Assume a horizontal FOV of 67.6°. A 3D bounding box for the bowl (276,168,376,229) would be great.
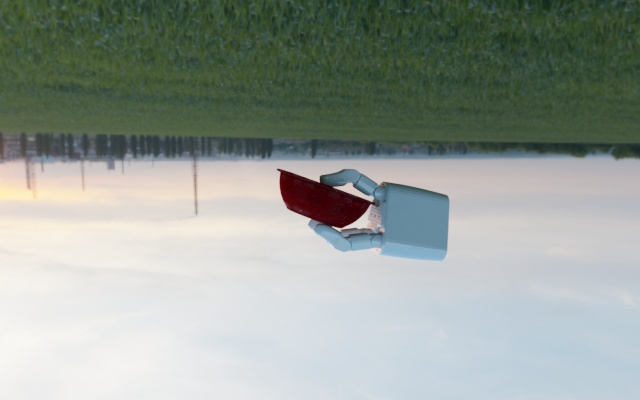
[{"bbox_3d":[-0.001,0.002,0.735,0.162,0.055,0.162,20,1,0],"label":"bowl"}]
